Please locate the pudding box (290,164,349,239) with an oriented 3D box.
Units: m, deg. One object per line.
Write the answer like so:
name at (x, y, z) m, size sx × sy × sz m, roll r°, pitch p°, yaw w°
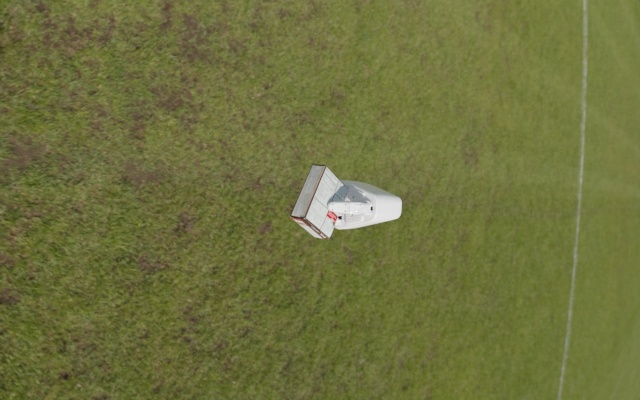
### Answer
pudding box at (0.000, 0.003, 0.882) m, size 0.039 × 0.113 × 0.090 m, roll 4°, pitch -26°, yaw 38°
